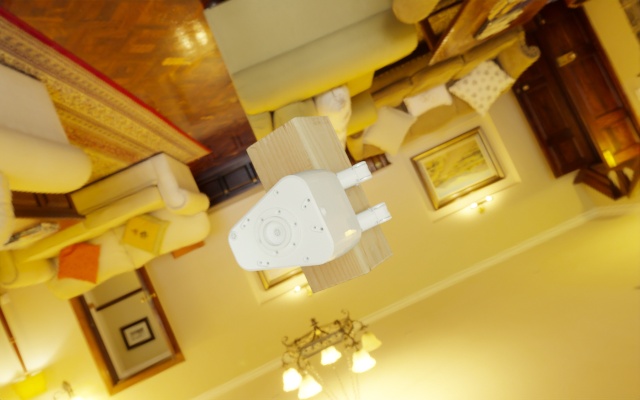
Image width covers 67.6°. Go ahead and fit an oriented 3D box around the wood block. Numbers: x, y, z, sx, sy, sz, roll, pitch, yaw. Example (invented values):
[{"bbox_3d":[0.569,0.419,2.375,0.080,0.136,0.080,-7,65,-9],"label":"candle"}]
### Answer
[{"bbox_3d":[0.000,0.002,0.627,0.091,0.206,0.090,-27,-4,31],"label":"wood block"}]
